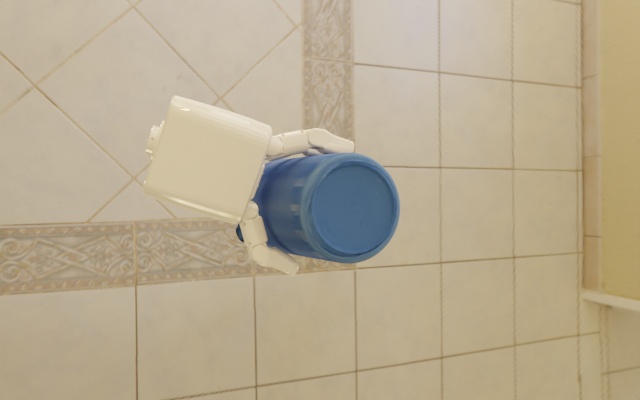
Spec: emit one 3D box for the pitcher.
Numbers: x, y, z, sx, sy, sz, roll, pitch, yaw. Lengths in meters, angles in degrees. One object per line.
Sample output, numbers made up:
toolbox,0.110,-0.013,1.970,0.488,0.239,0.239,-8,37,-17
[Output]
pitcher,0.000,0.002,0.568,0.145,0.149,0.243,19,-6,-19
